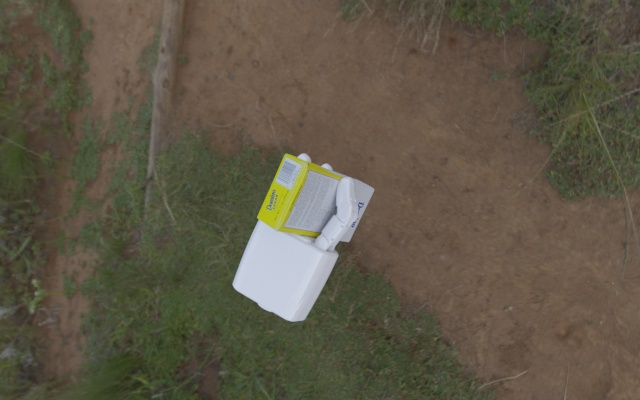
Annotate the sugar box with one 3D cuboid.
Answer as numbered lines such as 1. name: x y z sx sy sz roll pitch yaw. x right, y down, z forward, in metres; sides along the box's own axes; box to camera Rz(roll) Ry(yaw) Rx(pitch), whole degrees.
1. sugar box: 0.000 0.002 0.656 0.048 0.093 0.176 30 8 32
